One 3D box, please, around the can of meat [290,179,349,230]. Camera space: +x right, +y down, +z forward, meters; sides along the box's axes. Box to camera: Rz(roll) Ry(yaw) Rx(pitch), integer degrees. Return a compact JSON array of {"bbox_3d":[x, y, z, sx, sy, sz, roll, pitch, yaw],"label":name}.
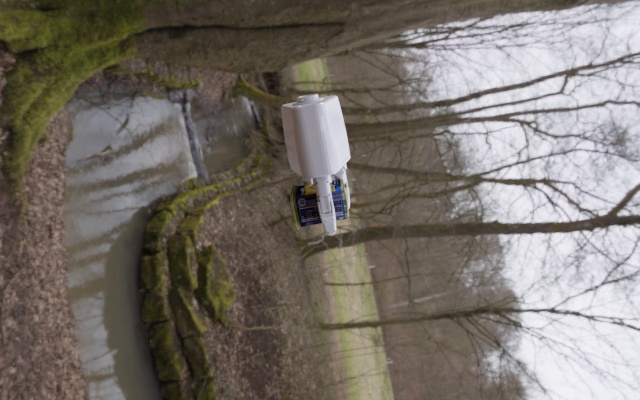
[{"bbox_3d":[0.000,0.003,0.764,0.084,0.057,0.102,-10,14,3],"label":"can of meat"}]
